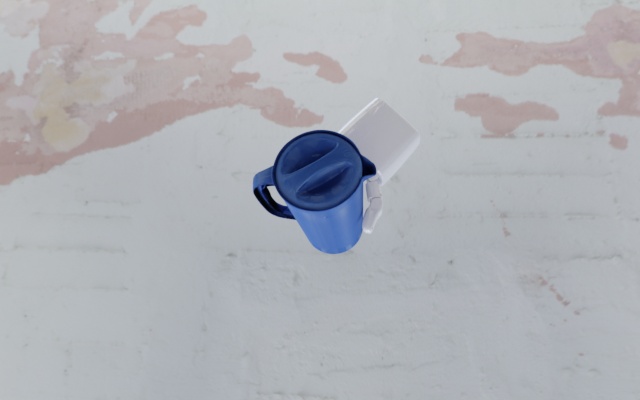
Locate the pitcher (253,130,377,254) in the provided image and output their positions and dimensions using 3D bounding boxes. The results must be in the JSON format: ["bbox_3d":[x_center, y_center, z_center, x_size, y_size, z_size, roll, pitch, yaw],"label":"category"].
[{"bbox_3d":[0.000,0.002,0.787,0.149,0.145,0.243,37,-15,21],"label":"pitcher"}]
